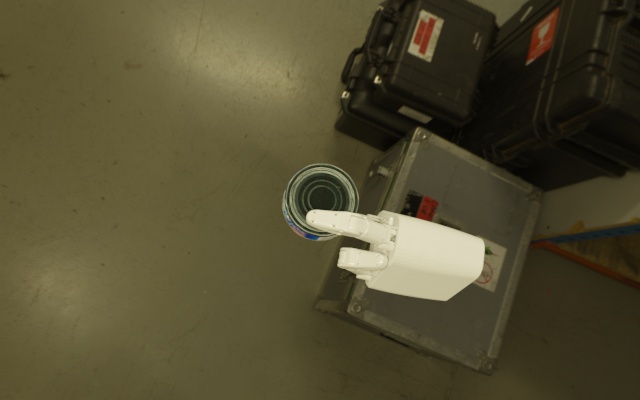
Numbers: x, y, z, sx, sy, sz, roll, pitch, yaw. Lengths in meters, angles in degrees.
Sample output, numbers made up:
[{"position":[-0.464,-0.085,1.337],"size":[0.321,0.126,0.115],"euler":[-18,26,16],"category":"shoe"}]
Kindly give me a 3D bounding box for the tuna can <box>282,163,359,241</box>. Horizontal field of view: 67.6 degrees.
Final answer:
[{"position":[0.000,0.002,0.543],"size":[0.086,0.086,0.034],"euler":[0,-12,-8],"category":"tuna can"}]
